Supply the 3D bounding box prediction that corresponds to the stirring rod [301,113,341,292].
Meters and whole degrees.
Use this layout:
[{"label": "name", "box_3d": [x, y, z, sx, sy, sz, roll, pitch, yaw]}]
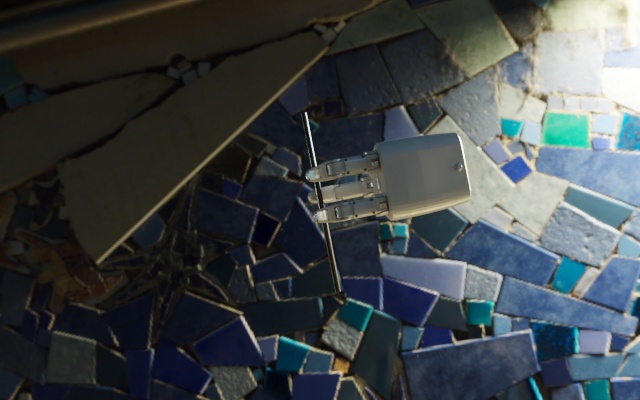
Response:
[{"label": "stirring rod", "box_3d": [0.000, 0.002, 0.633, 0.011, 0.239, 0.011, -11, -1, 0]}]
